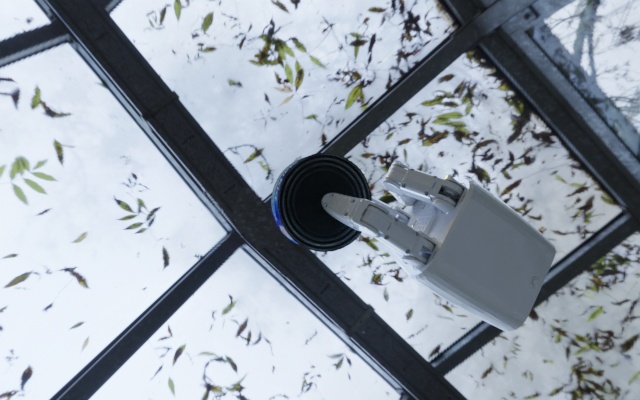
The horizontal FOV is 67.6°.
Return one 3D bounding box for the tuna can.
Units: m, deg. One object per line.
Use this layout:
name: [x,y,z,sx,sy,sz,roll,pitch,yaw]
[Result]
tuna can: [0.000,0.001,0.426,0.086,0.086,0.034,0,1,-18]
